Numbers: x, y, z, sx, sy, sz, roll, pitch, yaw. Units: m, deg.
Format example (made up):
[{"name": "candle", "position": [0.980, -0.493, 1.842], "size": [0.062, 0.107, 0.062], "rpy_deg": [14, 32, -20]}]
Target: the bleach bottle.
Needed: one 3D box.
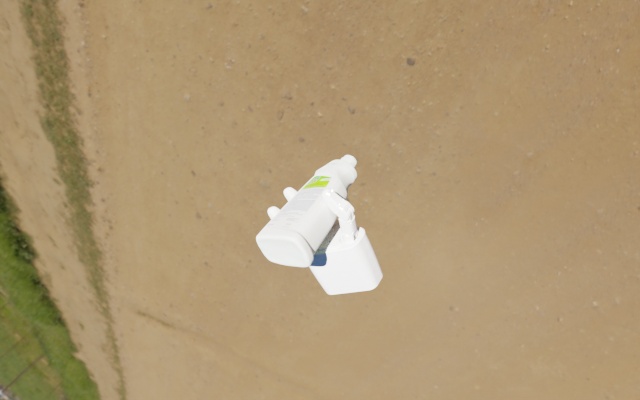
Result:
[{"name": "bleach bottle", "position": [0.000, 0.003, 0.818], "size": [0.102, 0.068, 0.250], "rpy_deg": [1, 38, 39]}]
